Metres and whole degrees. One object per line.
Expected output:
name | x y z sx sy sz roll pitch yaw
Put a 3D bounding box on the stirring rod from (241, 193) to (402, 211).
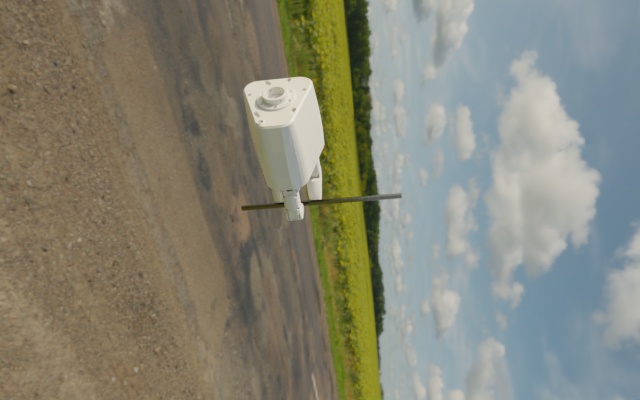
stirring rod | 0.000 0.002 0.715 0.239 0.011 0.011 -5 0 5
